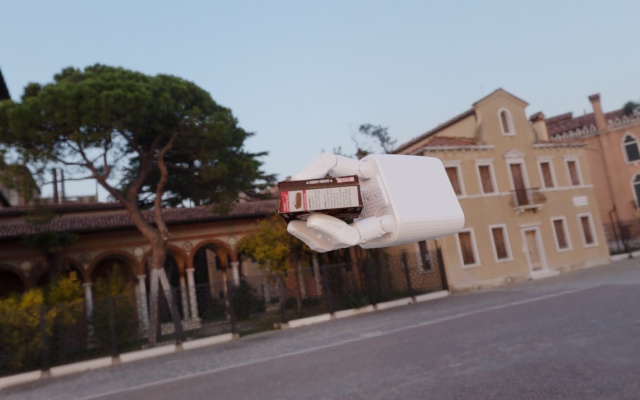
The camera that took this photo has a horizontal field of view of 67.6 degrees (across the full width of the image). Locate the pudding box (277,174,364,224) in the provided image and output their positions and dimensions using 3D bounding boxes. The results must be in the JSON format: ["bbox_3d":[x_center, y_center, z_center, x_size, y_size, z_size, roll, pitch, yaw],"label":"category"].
[{"bbox_3d":[0.000,0.002,0.546,0.090,0.039,0.113,-6,-10,0],"label":"pudding box"}]
